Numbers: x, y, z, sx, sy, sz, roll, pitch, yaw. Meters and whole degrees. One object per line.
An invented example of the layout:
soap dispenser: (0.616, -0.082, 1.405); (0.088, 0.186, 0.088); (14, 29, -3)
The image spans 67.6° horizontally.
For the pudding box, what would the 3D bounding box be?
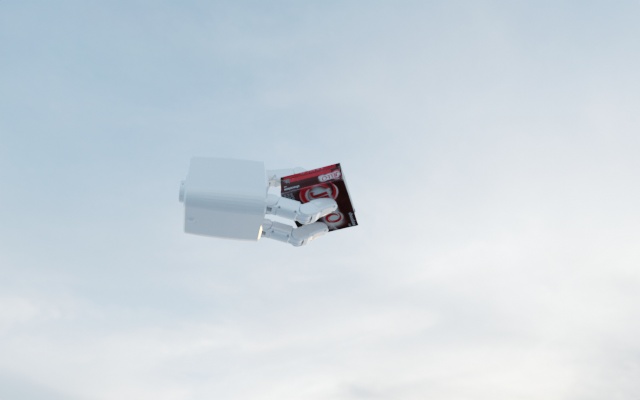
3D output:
pudding box: (0.000, 0.002, 0.698); (0.090, 0.039, 0.114); (-13, -39, 9)
